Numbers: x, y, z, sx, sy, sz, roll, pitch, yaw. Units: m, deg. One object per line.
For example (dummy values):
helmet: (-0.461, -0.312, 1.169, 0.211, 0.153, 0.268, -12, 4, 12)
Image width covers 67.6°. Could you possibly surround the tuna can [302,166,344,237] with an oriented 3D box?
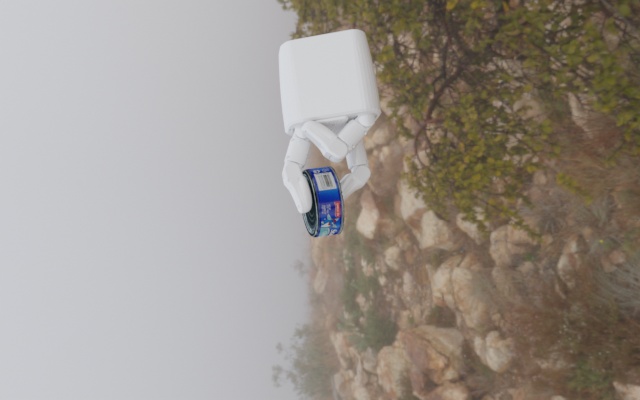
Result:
tuna can: (0.000, 0.002, 0.585, 0.034, 0.086, 0.086, -8, 2, -15)
